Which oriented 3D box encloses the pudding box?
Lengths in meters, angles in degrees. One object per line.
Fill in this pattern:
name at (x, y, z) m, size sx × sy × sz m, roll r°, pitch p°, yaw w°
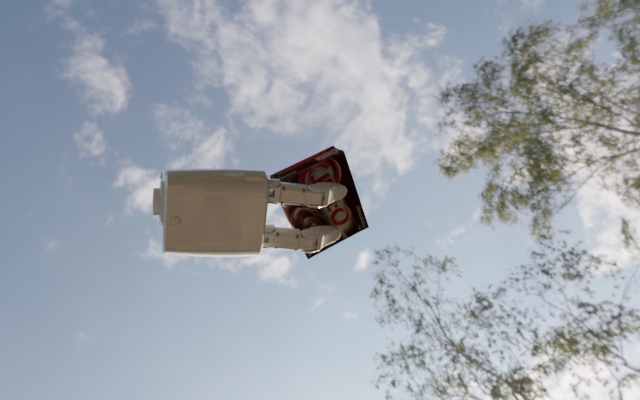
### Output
pudding box at (0.000, 0.002, 0.585) m, size 0.090 × 0.113 × 0.039 m, roll -26°, pitch 29°, yaw -11°
